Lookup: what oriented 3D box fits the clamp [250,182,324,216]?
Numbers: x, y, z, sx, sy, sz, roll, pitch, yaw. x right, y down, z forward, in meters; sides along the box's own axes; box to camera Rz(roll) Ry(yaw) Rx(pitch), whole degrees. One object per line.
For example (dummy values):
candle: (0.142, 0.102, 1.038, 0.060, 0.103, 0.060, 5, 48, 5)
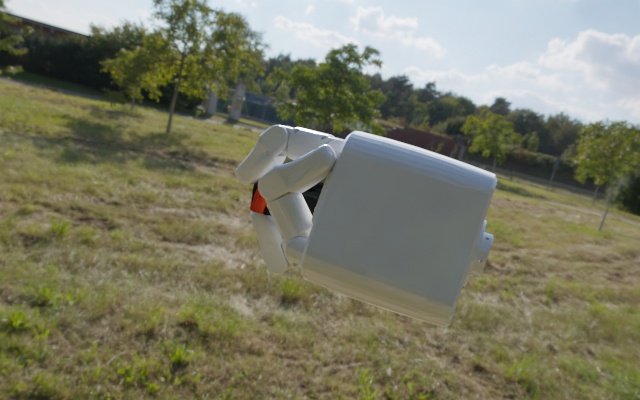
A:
clamp: (0.000, 0.001, 0.447, 0.120, 0.039, 0.171, 18, 11, 17)
